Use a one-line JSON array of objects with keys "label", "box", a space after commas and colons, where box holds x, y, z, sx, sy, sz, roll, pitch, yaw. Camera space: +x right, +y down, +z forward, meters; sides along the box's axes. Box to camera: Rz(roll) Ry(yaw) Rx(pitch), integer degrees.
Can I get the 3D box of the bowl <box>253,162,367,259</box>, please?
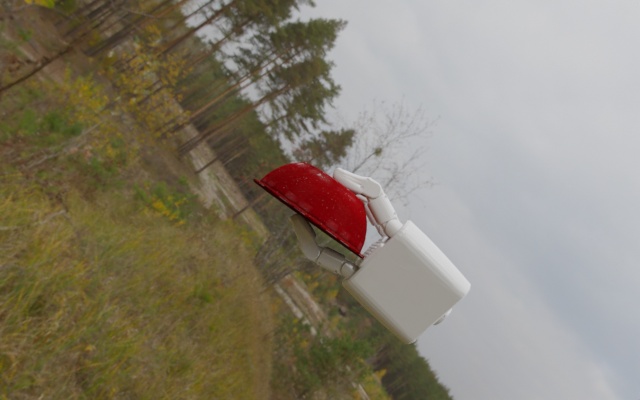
[{"label": "bowl", "box": [-0.001, 0.001, 0.573, 0.162, 0.055, 0.162, 35, -4, 2]}]
